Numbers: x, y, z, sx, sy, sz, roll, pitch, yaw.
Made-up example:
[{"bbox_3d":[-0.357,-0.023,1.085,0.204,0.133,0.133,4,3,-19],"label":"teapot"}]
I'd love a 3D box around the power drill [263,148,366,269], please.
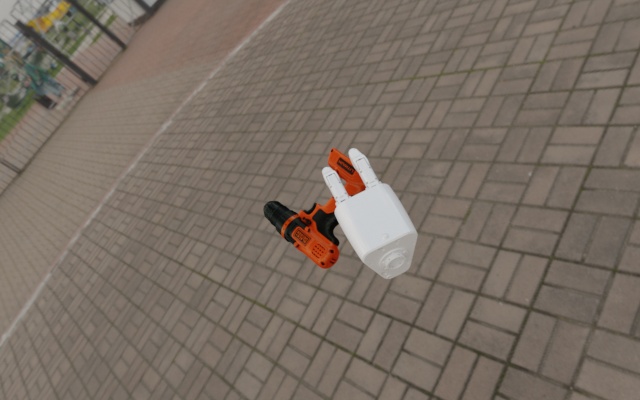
[{"bbox_3d":[0.001,0.003,0.860,0.184,0.187,0.057,38,5,30],"label":"power drill"}]
